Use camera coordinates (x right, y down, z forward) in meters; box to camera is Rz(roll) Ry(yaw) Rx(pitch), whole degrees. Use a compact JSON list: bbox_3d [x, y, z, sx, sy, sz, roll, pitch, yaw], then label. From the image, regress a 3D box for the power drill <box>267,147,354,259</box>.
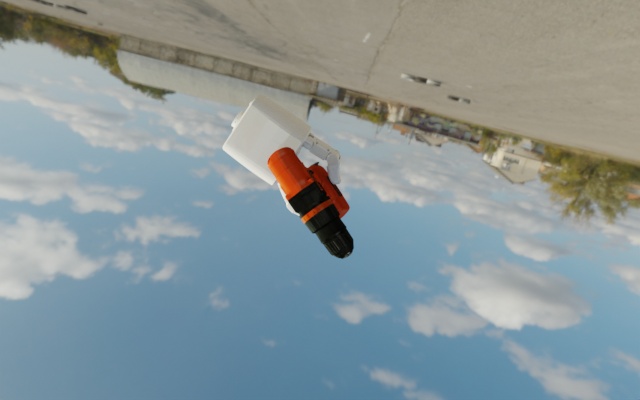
[{"bbox_3d":[0.000,0.002,0.757,0.057,0.184,0.187,-34,-5,7],"label":"power drill"}]
